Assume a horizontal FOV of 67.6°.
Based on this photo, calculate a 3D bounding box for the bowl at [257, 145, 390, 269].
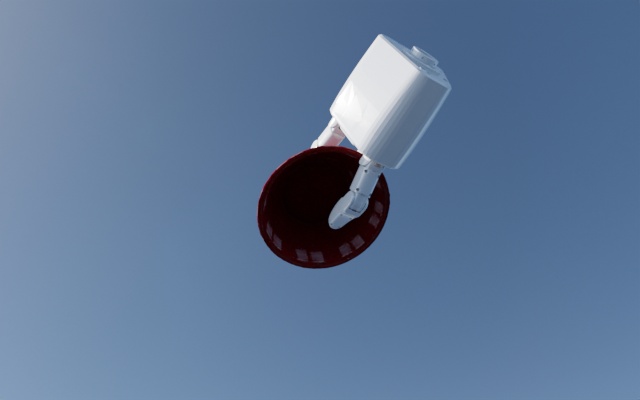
[{"bbox_3d":[-0.001,0.003,0.586,0.162,0.162,0.055,0,24,-15],"label":"bowl"}]
